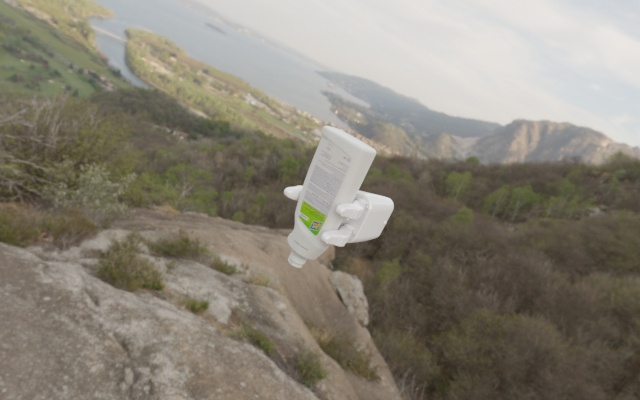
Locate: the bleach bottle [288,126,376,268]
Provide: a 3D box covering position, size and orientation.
[{"bbox_3d":[0.000,0.003,0.846,0.102,0.251,0.068,35,18,29],"label":"bleach bottle"}]
